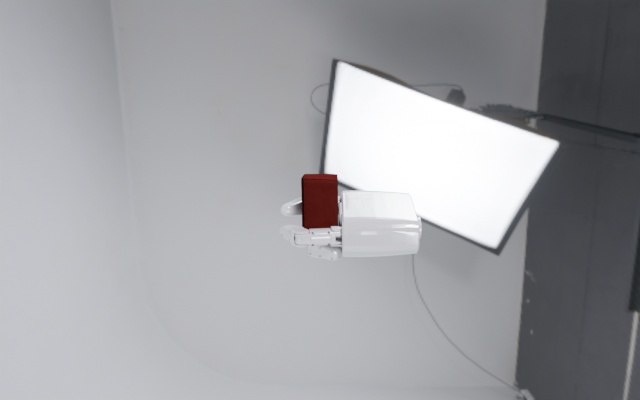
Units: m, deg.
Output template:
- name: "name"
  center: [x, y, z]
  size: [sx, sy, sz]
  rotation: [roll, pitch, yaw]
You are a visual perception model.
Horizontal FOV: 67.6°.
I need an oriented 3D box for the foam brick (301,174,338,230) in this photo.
- name: "foam brick"
  center: [0.000, 0.002, 0.687]
  size: [0.051, 0.078, 0.053]
  rotation: [0, 13, 3]
